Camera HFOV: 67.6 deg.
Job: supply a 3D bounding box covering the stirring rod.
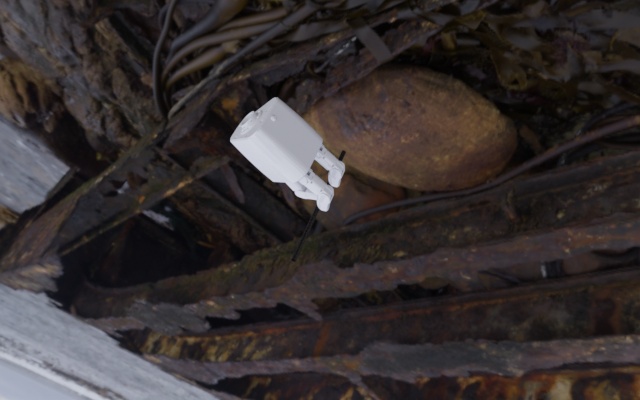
[{"bbox_3d":[0.000,0.003,0.831,0.011,0.239,0.011,18,-31,11],"label":"stirring rod"}]
